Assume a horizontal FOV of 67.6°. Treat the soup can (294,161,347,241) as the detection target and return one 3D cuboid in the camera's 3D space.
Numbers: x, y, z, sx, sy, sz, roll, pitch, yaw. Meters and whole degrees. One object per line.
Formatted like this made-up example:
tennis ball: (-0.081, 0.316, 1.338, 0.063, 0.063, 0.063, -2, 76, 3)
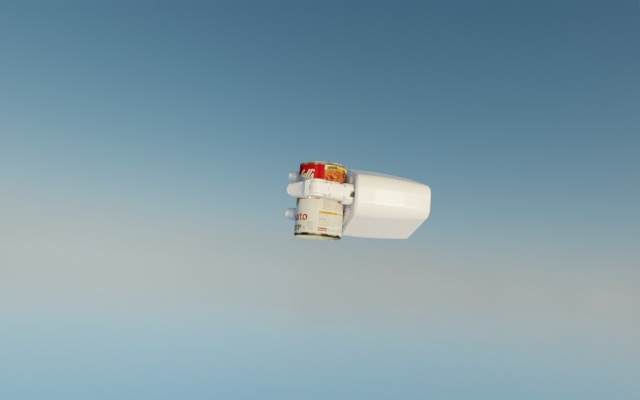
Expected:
soup can: (0.000, 0.002, 0.671, 0.068, 0.102, 0.068, 5, -9, 1)
